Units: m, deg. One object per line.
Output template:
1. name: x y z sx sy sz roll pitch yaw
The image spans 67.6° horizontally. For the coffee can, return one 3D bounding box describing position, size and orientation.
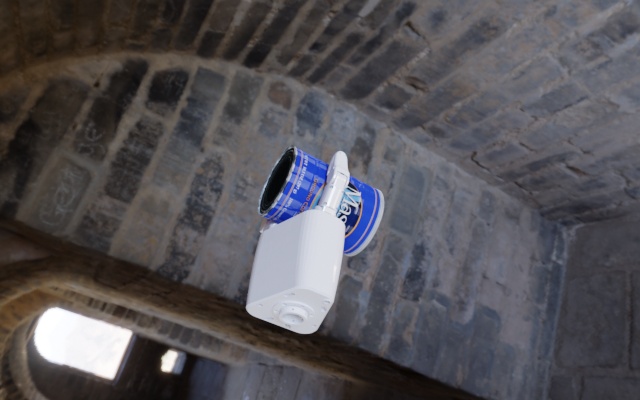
1. coffee can: 0.000 0.002 0.648 0.140 0.103 0.103 26 -9 -19
